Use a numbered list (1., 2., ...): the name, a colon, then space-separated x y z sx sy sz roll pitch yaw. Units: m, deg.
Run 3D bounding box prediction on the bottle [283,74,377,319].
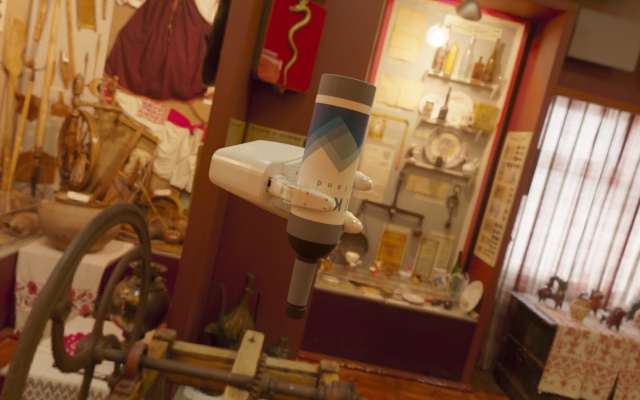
1. bottle: 0.000 0.002 0.580 0.069 0.296 0.069 13 8 -2
